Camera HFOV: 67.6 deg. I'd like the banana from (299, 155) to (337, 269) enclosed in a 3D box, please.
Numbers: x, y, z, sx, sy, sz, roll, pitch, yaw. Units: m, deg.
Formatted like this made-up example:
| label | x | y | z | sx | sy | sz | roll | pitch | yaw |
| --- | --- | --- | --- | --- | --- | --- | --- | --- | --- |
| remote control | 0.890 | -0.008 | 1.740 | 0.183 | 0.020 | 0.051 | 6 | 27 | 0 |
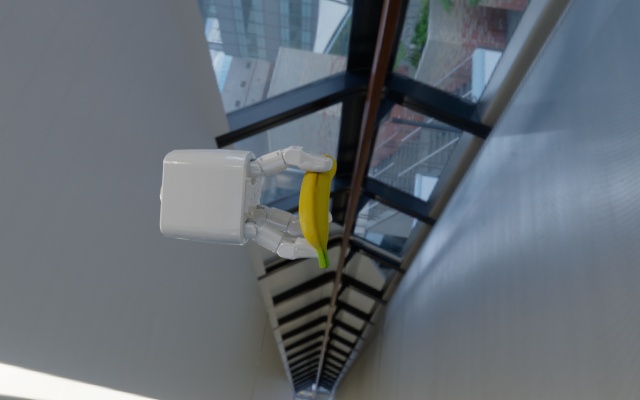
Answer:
| label | x | y | z | sx | sy | sz | roll | pitch | yaw |
| --- | --- | --- | --- | --- | --- | --- | --- | --- | --- |
| banana | -0.002 | -0.009 | 0.608 | 0.037 | 0.070 | 0.197 | -2 | 42 | 8 |
